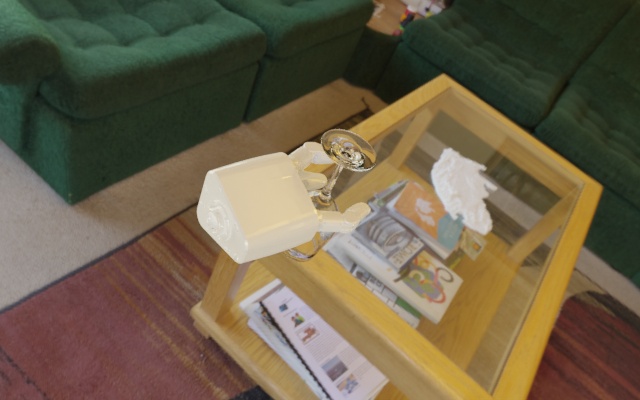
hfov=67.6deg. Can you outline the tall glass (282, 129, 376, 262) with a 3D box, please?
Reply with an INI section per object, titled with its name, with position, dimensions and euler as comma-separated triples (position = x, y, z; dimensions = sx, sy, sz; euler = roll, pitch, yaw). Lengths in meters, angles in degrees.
[tall glass]
position = 0.000, 0.002, 0.655
dimensions = 0.079, 0.079, 0.201
euler = 0, -41, -28
